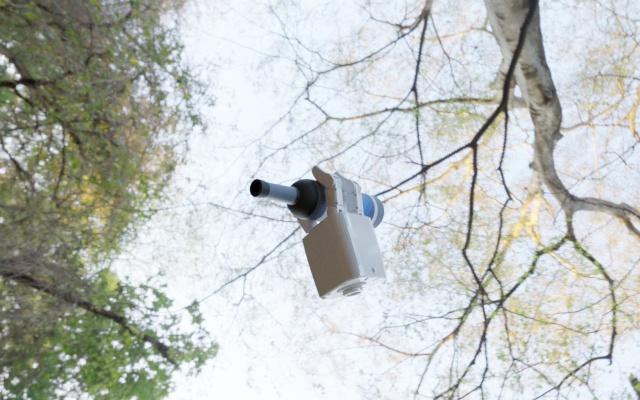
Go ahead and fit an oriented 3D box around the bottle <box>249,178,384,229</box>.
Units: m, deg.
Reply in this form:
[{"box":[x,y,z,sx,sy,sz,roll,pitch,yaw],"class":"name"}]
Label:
[{"box":[0.000,0.003,0.799,0.069,0.069,0.296,0,-8,40],"class":"bottle"}]
